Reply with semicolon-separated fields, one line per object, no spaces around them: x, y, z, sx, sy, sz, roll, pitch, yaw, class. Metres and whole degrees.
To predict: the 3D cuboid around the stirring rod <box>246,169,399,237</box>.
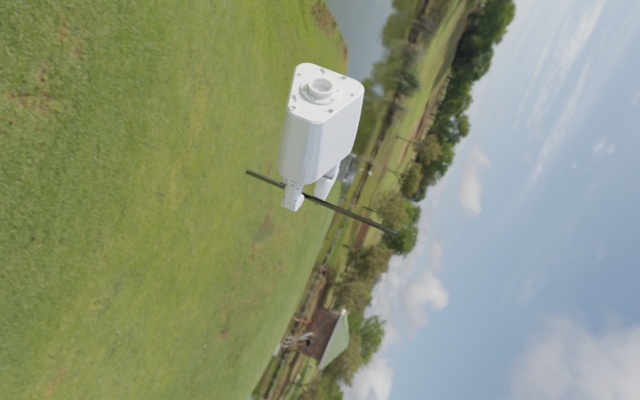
0.000;0.002;0.696;0.239;0.011;0.011;23;3;8;stirring rod
